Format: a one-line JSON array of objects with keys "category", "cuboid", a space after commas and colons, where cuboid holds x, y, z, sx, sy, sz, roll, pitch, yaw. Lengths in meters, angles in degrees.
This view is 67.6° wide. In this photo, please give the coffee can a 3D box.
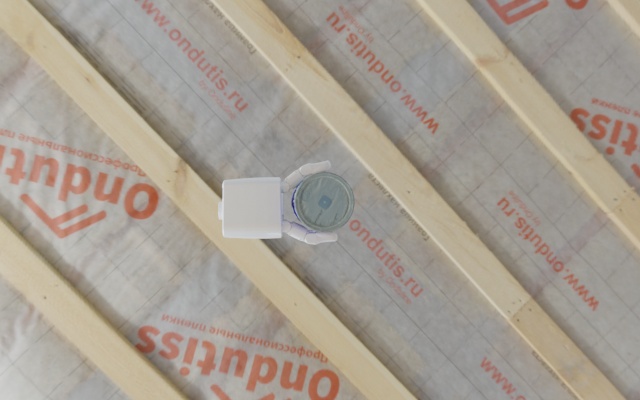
[{"category": "coffee can", "cuboid": [0.000, 0.003, 0.877, 0.103, 0.103, 0.140, 0, 0, -6]}]
